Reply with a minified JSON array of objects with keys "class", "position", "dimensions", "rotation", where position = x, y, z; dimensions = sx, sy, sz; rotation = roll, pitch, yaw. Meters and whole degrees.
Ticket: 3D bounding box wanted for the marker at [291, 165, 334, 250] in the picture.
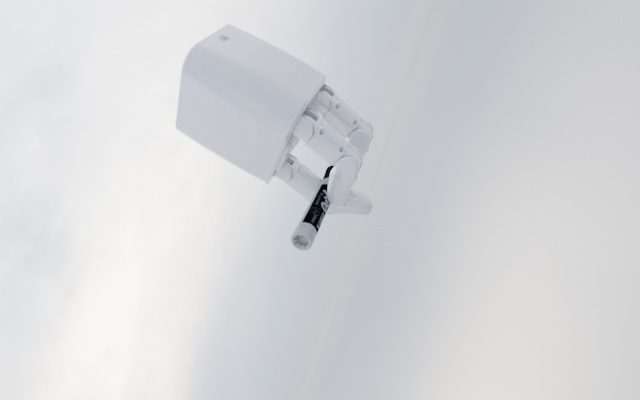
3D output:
[{"class":"marker","position":[0.000,0.001,0.442],"dimensions":[0.020,0.020,0.121],"rotation":[0,33,19]}]
